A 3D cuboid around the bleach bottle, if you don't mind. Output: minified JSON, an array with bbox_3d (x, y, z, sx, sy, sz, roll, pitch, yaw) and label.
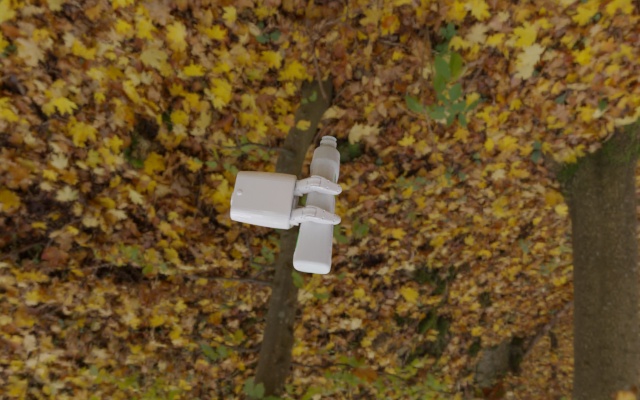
[{"bbox_3d":[0.000,0.003,0.887,0.068,0.250,0.103,7,-18,2],"label":"bleach bottle"}]
